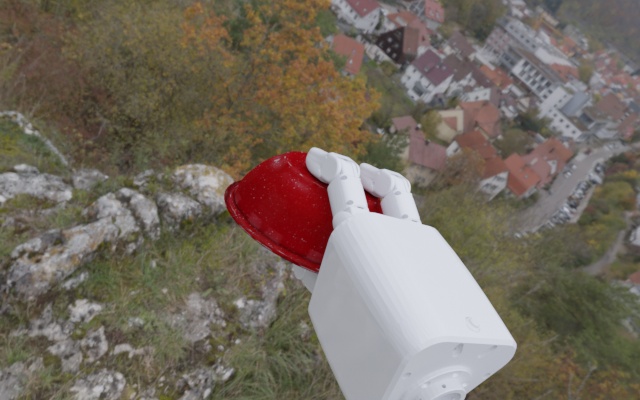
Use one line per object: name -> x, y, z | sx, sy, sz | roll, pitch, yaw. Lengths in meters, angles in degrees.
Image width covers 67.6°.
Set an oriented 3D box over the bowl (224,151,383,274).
bowl -> -0.001, 0.000, 0.426 | 0.162, 0.055, 0.162 | 23, 19, -8
